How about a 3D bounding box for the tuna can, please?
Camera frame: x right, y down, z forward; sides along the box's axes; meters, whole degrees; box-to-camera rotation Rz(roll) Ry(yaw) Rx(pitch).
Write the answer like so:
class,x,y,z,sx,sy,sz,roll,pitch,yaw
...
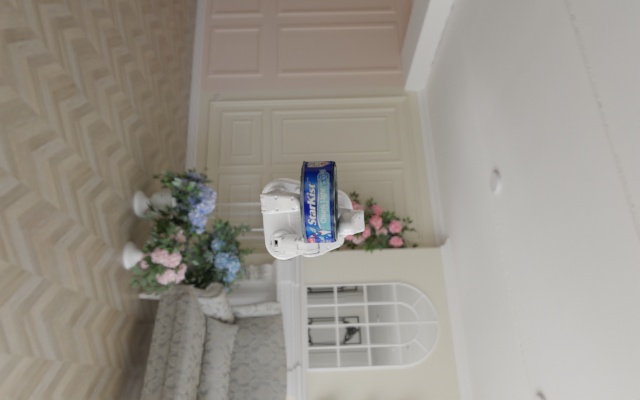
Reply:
class,x,y,z,sx,sy,sz,roll,pitch,yaw
tuna can,0.001,0.002,0.494,0.034,0.086,0.086,-1,0,4
